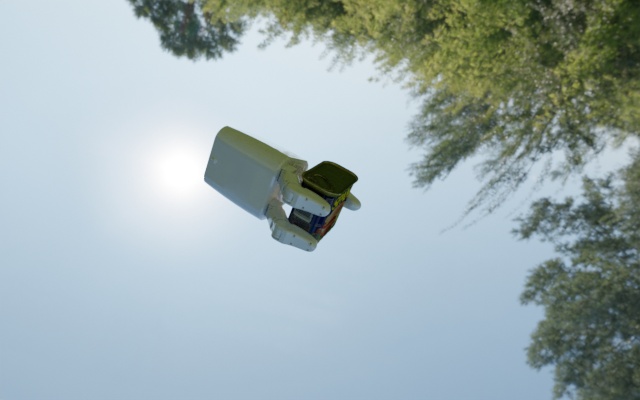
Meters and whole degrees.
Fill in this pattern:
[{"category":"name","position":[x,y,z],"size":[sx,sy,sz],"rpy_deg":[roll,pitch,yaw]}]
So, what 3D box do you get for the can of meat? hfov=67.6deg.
[{"category":"can of meat","position":[0.000,0.002,0.648],"size":[0.057,0.084,0.102],"rpy_deg":[29,26,12]}]
